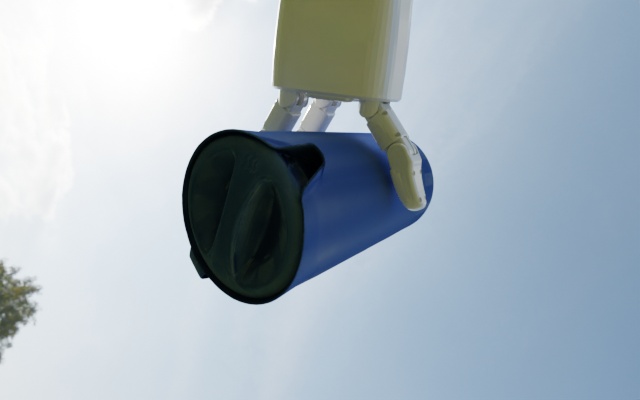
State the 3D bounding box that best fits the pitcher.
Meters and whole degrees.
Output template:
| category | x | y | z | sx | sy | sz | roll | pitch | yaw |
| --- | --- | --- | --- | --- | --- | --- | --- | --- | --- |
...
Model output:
| category | x | y | z | sx | sy | sz | roll | pitch | yaw |
| --- | --- | --- | --- | --- | --- | --- | --- | --- | --- |
| pitcher | 0.000 | 0.001 | 0.450 | 0.149 | 0.145 | 0.243 | 14 | 17 | 36 |
